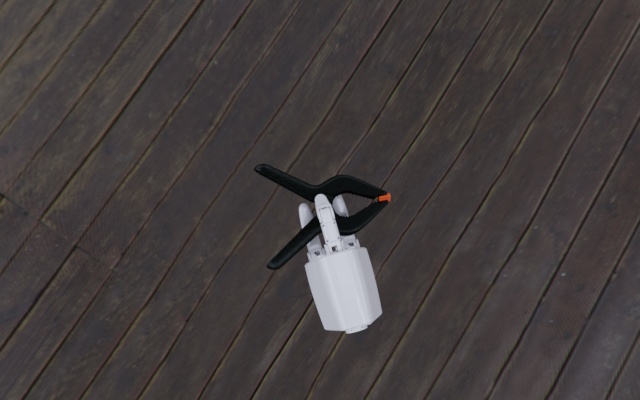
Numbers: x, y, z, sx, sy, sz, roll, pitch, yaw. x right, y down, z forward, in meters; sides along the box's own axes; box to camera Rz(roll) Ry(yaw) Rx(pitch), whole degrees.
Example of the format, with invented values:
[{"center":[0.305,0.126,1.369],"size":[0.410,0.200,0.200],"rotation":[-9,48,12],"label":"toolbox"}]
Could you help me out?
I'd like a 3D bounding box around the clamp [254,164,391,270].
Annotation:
[{"center":[0.001,0.002,0.736],"size":[0.210,0.164,0.036],"rotation":[-15,-8,-2],"label":"clamp"}]
